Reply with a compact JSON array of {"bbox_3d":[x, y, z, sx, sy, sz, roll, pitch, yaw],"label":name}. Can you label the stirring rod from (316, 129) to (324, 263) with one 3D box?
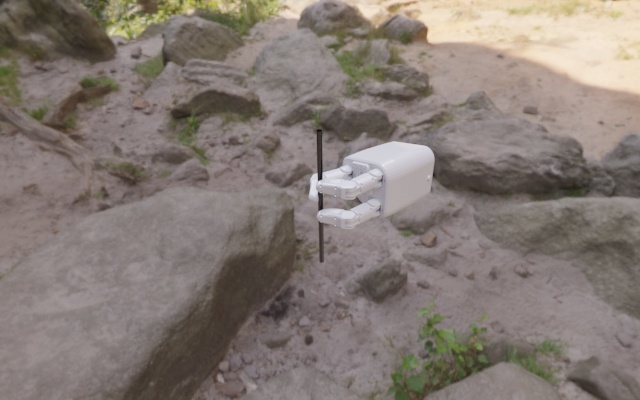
[{"bbox_3d":[0.000,0.002,0.726,0.011,0.240,0.011,-1,35,1],"label":"stirring rod"}]
